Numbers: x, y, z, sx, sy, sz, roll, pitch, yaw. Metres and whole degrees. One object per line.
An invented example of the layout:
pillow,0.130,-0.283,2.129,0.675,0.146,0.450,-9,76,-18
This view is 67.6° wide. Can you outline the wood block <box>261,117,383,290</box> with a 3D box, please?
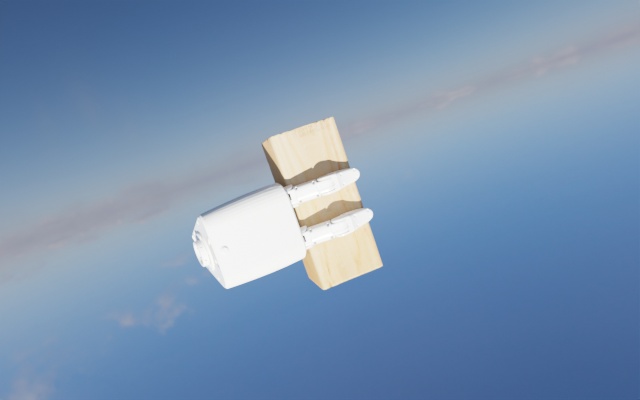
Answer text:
wood block,0.000,0.002,0.652,0.090,0.206,0.091,-20,7,-13
